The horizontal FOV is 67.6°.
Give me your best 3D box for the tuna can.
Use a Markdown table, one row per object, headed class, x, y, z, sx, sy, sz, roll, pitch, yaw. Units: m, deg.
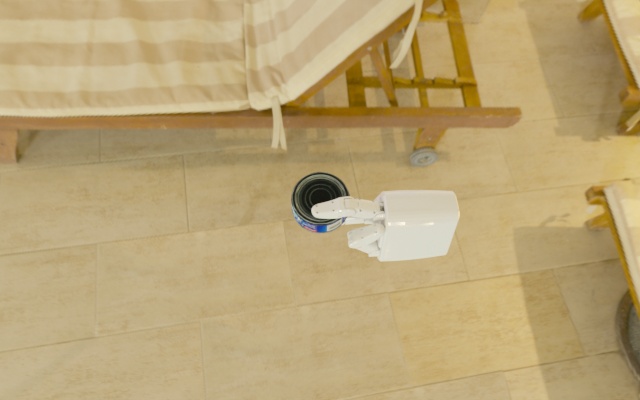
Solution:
| class | x | y | z | sx | sy | sz | roll | pitch | yaw |
| --- | --- | --- | --- | --- | --- | --- | --- | --- | --- |
| tuna can | 0.000 | 0.002 | 0.693 | 0.086 | 0.086 | 0.034 | 0 | -24 | 0 |
